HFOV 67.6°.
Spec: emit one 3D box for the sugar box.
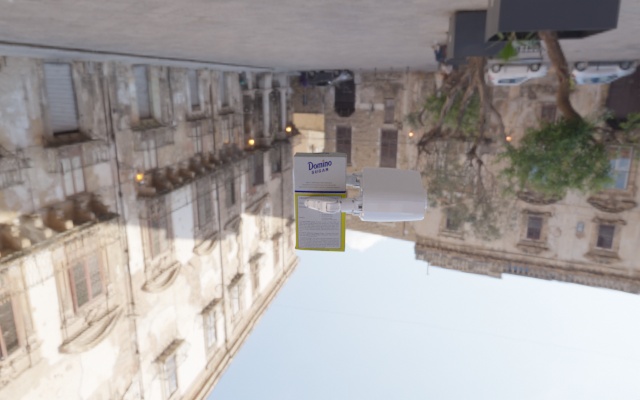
[{"bbox_3d":[0.000,0.003,0.854,0.093,0.176,0.048,2,15,3],"label":"sugar box"}]
